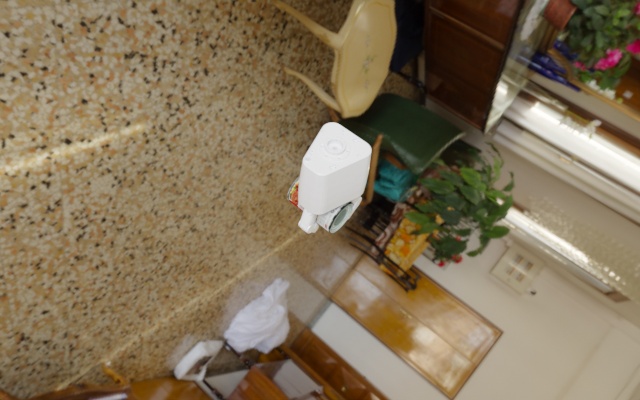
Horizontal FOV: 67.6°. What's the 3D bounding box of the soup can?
[{"bbox_3d":[0.000,0.003,0.859,0.102,0.068,0.068,37,14,19],"label":"soup can"}]
